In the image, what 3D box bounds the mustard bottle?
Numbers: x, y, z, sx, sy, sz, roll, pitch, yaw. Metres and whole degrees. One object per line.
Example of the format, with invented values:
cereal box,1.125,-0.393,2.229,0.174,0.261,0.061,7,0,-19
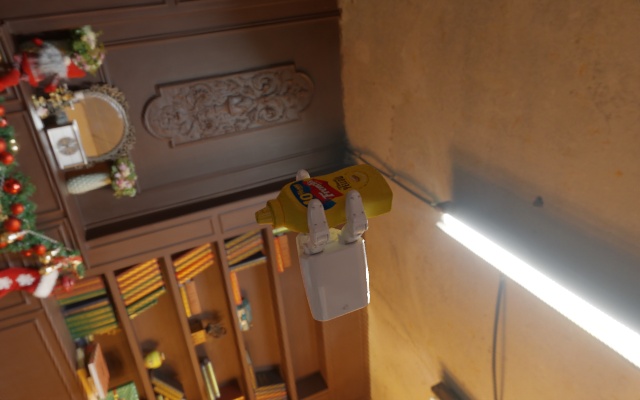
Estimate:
mustard bottle,0.000,0.002,0.684,0.191,0.058,0.096,-15,41,-19
